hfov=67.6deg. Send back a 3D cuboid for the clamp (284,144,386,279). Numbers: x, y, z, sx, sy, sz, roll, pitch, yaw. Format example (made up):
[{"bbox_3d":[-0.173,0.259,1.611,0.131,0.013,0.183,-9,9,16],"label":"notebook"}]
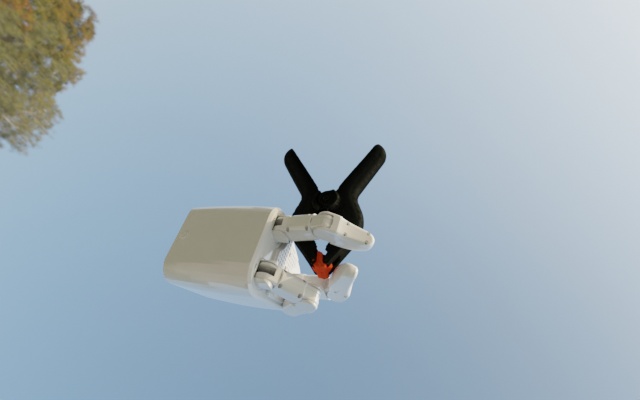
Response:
[{"bbox_3d":[0.000,0.002,0.527,0.120,0.171,0.039,2,-38,22],"label":"clamp"}]
